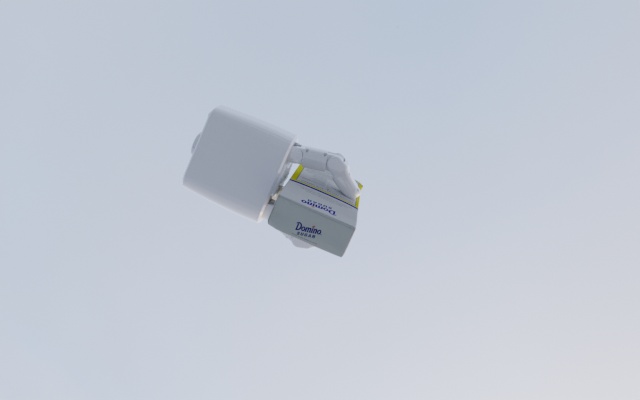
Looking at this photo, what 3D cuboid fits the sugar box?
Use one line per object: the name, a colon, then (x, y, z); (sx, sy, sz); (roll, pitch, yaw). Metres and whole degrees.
sugar box: (0.000, 0.002, 0.592); (0.093, 0.048, 0.176); (24, 22, 0)
